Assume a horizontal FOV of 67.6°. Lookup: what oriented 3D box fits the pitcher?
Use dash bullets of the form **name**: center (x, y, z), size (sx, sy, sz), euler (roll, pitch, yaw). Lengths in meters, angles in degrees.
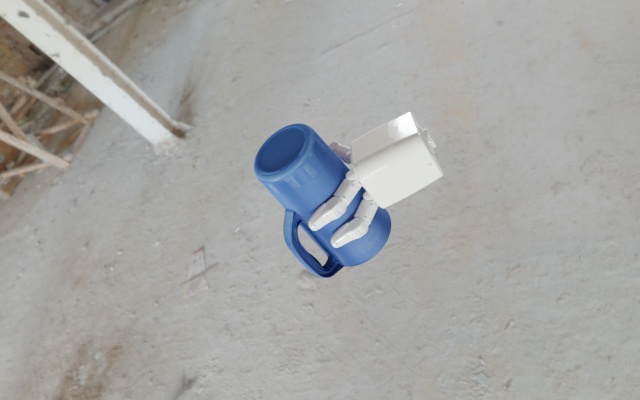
- **pitcher**: center (0.000, 0.002, 0.757), size (0.145, 0.149, 0.243), euler (-28, -47, 17)
